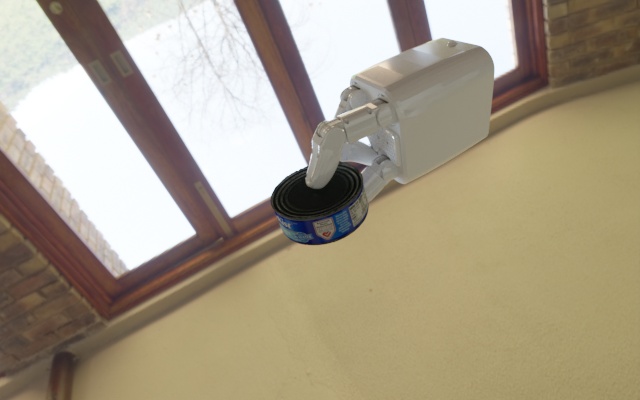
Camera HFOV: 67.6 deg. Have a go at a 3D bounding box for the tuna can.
[{"bbox_3d":[0.000,0.002,0.437,0.086,0.034,0.086,-12,35,8],"label":"tuna can"}]
